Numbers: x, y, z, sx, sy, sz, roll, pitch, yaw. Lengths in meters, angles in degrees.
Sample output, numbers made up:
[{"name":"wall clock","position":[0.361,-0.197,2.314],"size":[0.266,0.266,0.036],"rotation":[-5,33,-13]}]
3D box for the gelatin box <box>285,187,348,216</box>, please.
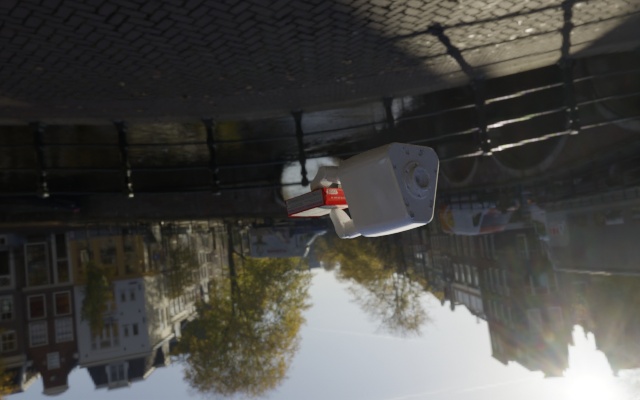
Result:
[{"name":"gelatin box","position":[0.000,0.003,0.762],"size":[0.089,0.030,0.073],"rotation":[-19,-13,42]}]
